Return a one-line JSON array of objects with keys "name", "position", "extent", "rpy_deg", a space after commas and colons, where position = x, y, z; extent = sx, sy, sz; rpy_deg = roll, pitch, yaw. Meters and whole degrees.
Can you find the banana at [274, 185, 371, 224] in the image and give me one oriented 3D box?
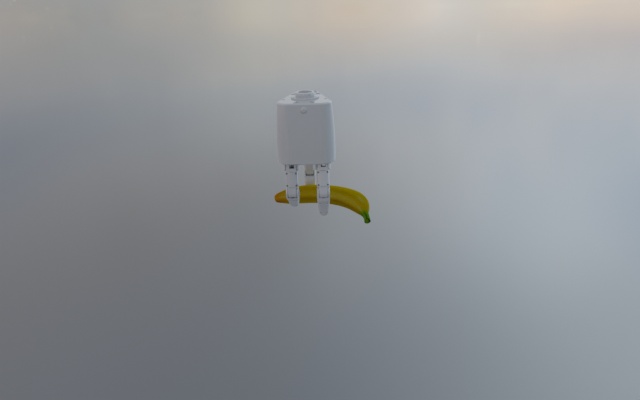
[{"name": "banana", "position": [0.011, -0.004, 0.898], "extent": [0.198, 0.037, 0.069], "rpy_deg": [11, 29, 24]}]
